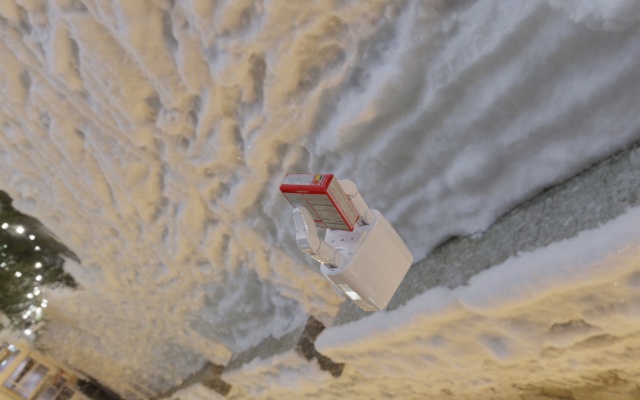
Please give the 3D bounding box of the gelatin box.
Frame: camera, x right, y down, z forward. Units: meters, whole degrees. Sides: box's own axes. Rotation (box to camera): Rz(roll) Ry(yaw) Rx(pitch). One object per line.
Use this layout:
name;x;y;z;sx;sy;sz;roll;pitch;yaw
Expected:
gelatin box;0.000;0.002;0.622;0.073;0.030;0.089;4;-35;36
